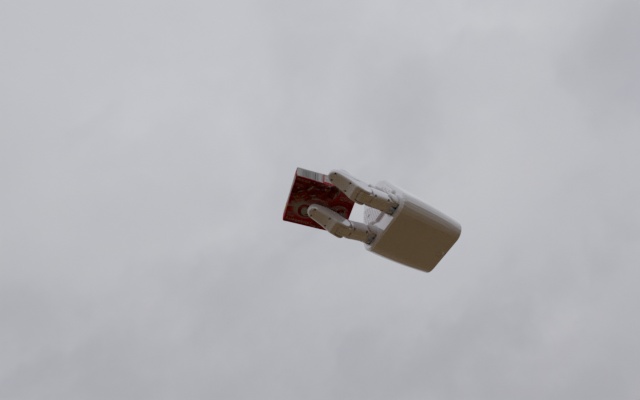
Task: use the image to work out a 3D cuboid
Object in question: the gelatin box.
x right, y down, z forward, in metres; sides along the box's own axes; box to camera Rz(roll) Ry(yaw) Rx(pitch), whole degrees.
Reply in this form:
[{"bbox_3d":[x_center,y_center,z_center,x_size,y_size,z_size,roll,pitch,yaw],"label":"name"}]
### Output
[{"bbox_3d":[0.000,0.002,0.653,0.089,0.073,0.030,15,29,-8],"label":"gelatin box"}]
